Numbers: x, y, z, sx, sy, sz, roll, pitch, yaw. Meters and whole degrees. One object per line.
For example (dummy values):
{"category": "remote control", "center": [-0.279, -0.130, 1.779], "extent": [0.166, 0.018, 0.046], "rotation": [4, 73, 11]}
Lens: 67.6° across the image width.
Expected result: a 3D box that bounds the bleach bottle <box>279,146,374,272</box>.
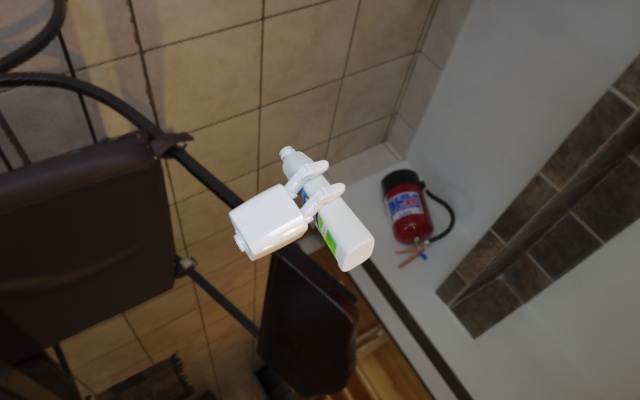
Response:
{"category": "bleach bottle", "center": [0.000, 0.003, 0.874], "extent": [0.068, 0.250, 0.103], "rotation": [-29, -24, -15]}
